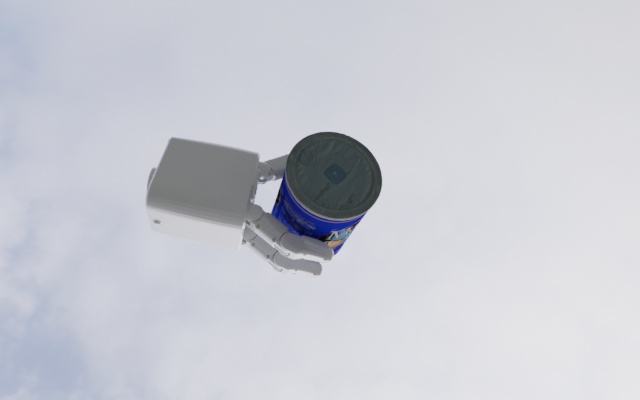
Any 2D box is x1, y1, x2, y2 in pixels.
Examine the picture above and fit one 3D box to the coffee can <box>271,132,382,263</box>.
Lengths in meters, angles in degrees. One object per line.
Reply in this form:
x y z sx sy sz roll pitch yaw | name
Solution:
0.000 0.002 0.551 0.103 0.102 0.140 0 -26 -14 | coffee can
